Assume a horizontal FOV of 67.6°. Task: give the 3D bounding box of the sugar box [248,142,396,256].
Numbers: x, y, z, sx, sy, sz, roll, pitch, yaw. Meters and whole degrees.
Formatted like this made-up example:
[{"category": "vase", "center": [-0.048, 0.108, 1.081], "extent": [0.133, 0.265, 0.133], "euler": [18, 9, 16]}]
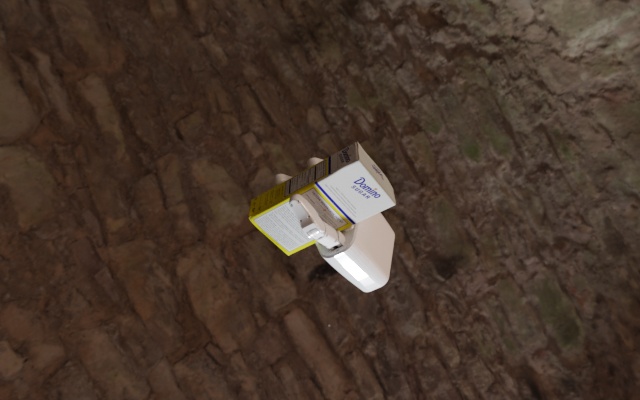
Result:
[{"category": "sugar box", "center": [0.000, 0.002, 0.635], "extent": [0.176, 0.048, 0.093], "euler": [-28, -53, 21]}]
